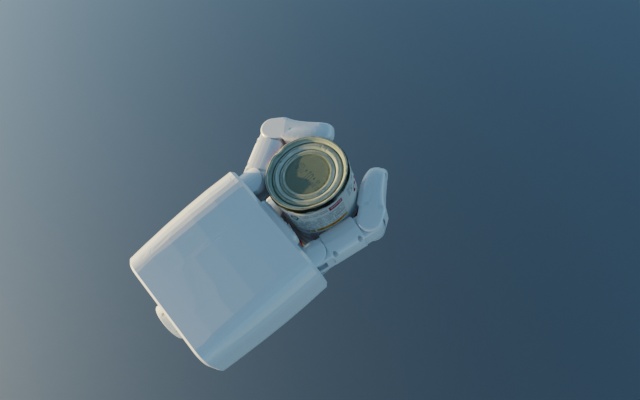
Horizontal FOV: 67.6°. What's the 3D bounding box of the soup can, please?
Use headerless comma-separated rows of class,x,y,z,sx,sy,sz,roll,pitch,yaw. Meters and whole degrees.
soup can,0.000,0.001,0.400,0.068,0.068,0.102,0,-27,15
